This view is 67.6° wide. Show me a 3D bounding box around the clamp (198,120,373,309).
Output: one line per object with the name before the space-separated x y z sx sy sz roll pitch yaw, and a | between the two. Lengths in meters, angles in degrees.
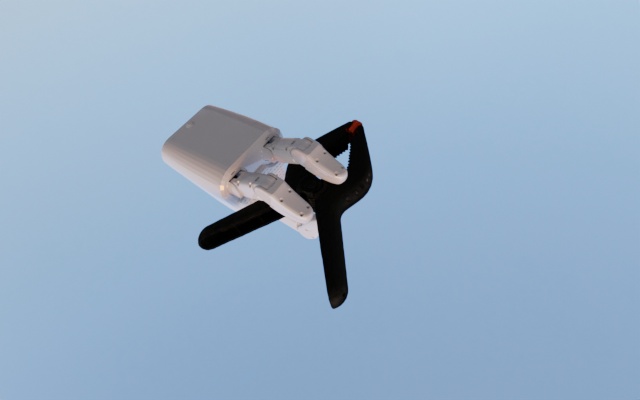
clamp | 0.000 0.002 0.484 0.164 0.210 0.036 27 -27 27
